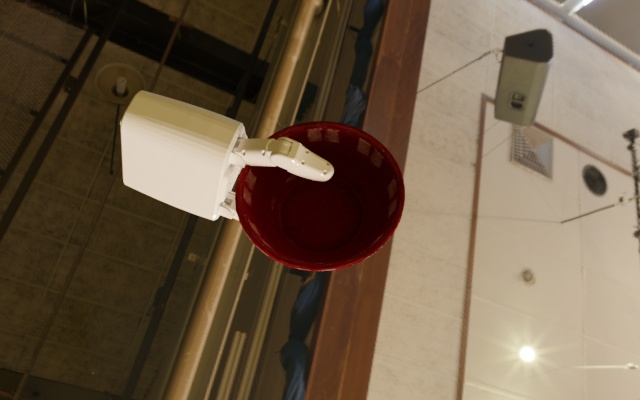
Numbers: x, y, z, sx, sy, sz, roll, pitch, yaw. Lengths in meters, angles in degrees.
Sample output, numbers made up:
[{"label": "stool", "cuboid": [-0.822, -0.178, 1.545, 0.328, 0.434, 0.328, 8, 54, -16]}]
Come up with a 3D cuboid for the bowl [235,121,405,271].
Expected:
[{"label": "bowl", "cuboid": [0.001, 0.002, 0.474, 0.162, 0.162, 0.055, 0, -28, 2]}]
